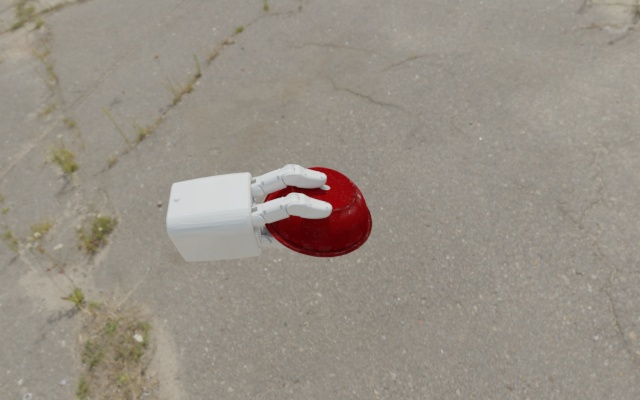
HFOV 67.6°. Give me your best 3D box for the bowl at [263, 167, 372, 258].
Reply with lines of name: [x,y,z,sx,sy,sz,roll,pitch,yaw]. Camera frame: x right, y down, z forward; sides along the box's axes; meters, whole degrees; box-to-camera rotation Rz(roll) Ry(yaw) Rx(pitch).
bowl: [0.001,0.002,0.673,0.162,0.055,0.162,7,42,-6]
